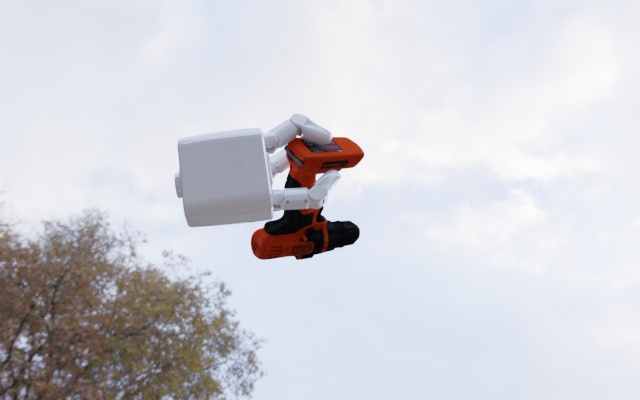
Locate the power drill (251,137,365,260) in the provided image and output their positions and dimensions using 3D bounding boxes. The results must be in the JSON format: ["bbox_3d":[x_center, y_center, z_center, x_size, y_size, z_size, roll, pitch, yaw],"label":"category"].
[{"bbox_3d":[0.000,0.002,0.688,0.184,0.188,0.057,-6,36,-34],"label":"power drill"}]
